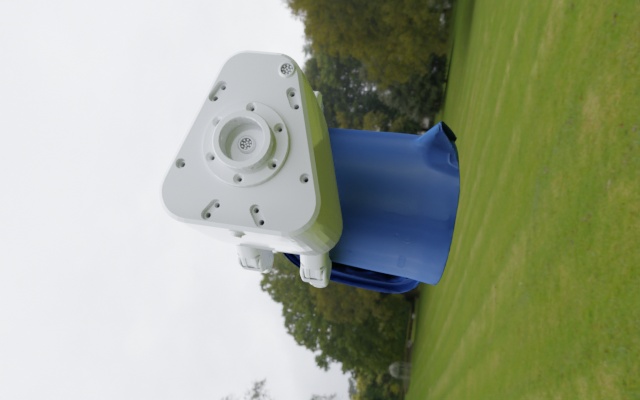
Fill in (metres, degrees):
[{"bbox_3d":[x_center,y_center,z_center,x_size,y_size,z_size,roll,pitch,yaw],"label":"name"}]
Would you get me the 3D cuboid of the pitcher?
[{"bbox_3d":[0.000,0.001,0.448,0.243,0.149,0.145,9,-7,8],"label":"pitcher"}]
